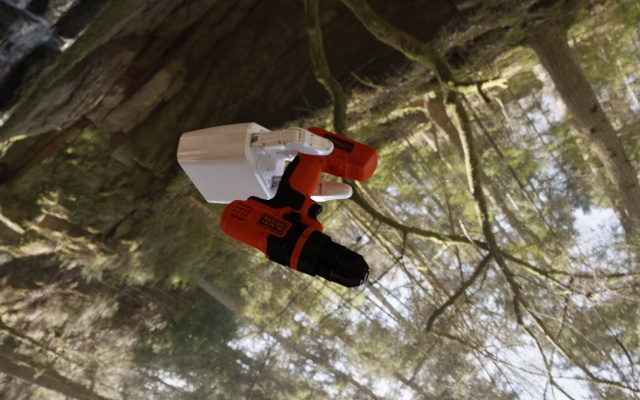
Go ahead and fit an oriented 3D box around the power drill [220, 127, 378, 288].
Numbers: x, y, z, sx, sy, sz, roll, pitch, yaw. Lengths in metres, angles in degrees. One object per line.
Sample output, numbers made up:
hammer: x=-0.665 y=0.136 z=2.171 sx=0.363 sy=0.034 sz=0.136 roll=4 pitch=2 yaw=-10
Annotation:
power drill: x=0.000 y=0.002 z=0.579 sx=0.184 sy=0.187 sz=0.057 roll=23 pitch=-36 yaw=14
